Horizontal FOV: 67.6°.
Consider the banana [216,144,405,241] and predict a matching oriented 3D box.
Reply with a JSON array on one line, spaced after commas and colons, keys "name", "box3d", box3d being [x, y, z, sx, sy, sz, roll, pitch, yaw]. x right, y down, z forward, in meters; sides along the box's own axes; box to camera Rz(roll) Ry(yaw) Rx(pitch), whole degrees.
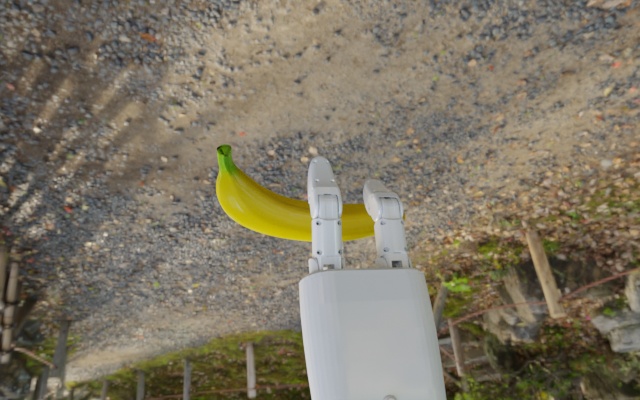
[{"name": "banana", "box3d": [-0.013, 0.010, 0.428, 0.198, 0.037, 0.070, 17, -40, -32]}]
